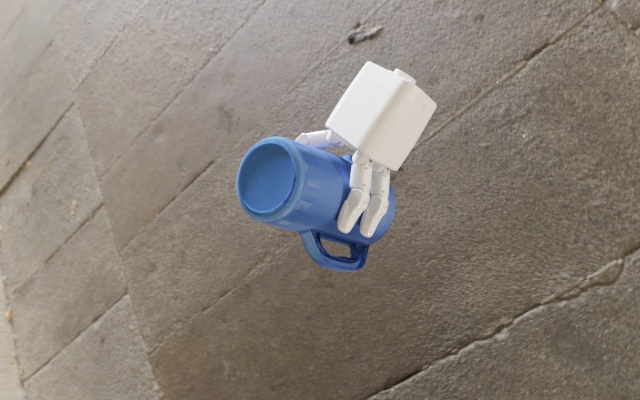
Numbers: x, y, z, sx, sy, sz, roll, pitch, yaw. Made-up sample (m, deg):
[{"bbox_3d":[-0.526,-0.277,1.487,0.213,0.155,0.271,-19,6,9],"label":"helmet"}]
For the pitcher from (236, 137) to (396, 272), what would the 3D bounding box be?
[{"bbox_3d":[0.000,0.002,0.671,0.149,0.145,0.243,42,14,31],"label":"pitcher"}]
